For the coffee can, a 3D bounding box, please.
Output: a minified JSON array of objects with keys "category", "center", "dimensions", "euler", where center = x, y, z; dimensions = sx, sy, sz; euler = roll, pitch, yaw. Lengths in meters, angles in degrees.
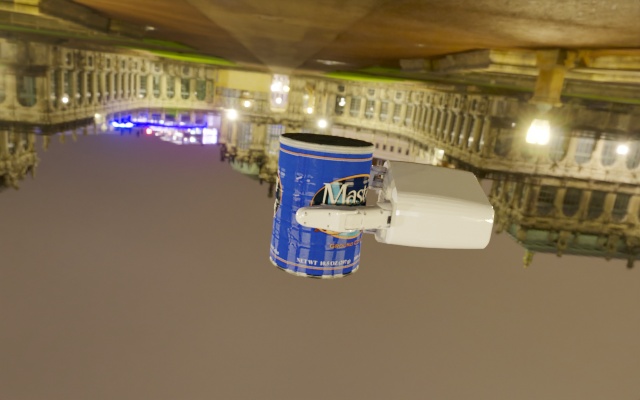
[{"category":"coffee can","center":[0.000,0.002,0.529],"dimensions":[0.103,0.140,0.102],"euler":[6,14,-1]}]
